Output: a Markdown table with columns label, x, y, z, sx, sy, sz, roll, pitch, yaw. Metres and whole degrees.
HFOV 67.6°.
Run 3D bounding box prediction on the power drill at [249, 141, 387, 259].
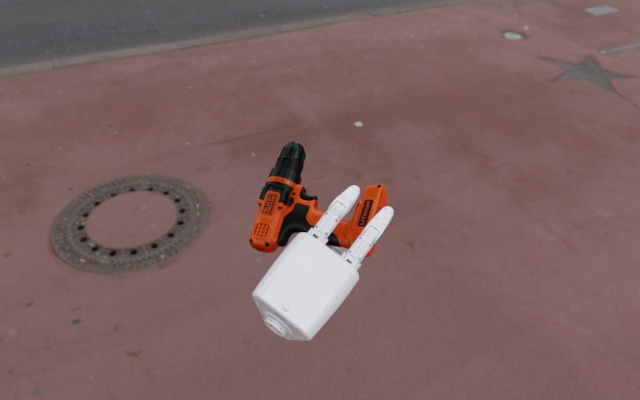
| label | x | y | z | sx | sy | sz | roll | pitch | yaw |
| --- | --- | --- | --- | --- | --- | --- | --- | --- | --- |
| power drill | 0.000 | 0.003 | 0.712 | 0.187 | 0.184 | 0.057 | 9 | -20 | 21 |
